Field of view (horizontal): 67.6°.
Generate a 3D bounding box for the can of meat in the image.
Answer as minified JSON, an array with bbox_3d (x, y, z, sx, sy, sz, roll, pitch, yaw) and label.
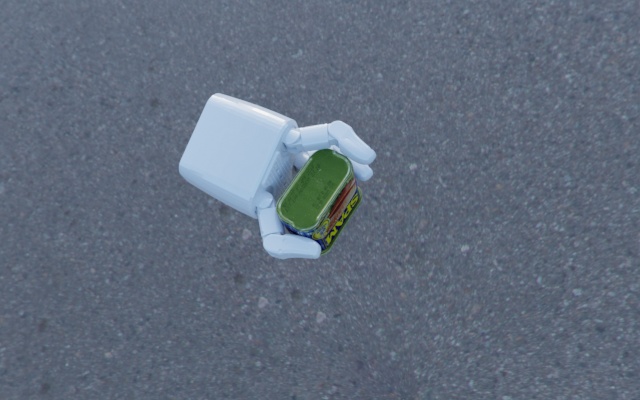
[{"bbox_3d":[0.000,0.002,0.537,0.057,0.102,0.084,29,-15,20],"label":"can of meat"}]
